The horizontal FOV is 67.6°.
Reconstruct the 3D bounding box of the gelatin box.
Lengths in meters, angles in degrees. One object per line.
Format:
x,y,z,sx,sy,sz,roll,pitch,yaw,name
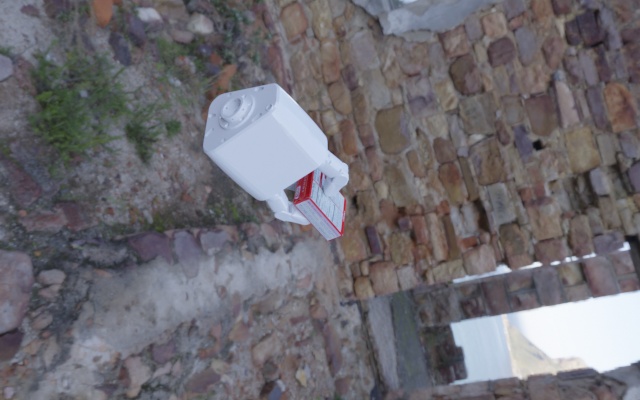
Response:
0.001,0.002,0.676,0.030,0.073,0.089,-23,-53,27,gelatin box
